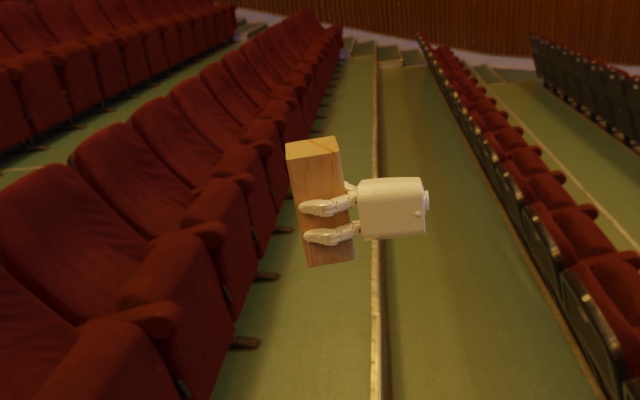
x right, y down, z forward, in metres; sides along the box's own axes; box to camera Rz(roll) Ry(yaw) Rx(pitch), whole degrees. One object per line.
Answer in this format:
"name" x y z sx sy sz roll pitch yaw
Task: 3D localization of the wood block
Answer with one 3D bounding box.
"wood block" 0.000 0.002 0.841 0.090 0.206 0.090 -10 25 0
